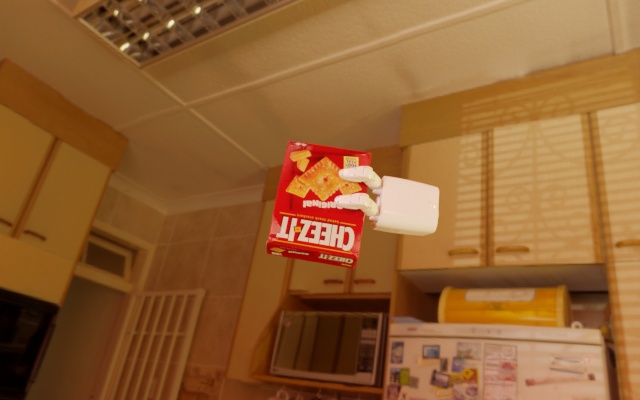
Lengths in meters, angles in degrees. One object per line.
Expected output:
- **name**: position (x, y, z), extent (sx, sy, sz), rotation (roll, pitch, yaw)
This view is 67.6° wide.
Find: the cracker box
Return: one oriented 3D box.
- **cracker box**: position (0.000, 0.003, 0.885), extent (0.164, 0.213, 0.072), rotation (9, -25, 0)
